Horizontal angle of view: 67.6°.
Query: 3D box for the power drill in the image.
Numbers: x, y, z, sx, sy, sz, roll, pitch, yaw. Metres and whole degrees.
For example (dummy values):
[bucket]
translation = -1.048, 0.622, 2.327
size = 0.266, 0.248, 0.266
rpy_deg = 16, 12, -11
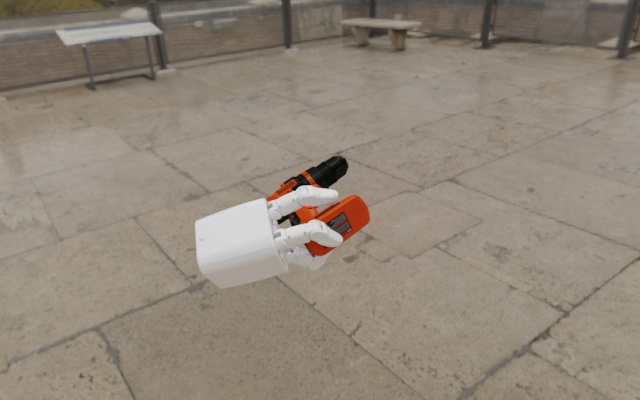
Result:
[power drill]
translation = 0.000, 0.003, 0.761
size = 0.184, 0.057, 0.187
rpy_deg = -36, 28, -11
